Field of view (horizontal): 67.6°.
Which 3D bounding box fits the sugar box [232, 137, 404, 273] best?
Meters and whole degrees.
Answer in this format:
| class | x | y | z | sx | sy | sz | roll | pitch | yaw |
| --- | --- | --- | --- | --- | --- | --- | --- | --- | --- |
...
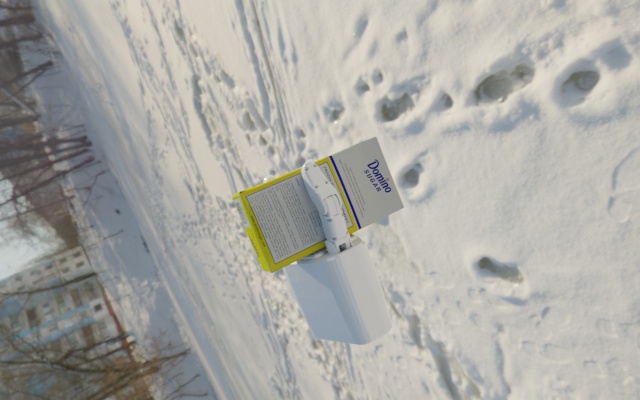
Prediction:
| class | x | y | z | sx | sy | sz | roll | pitch | yaw |
| --- | --- | --- | --- | --- | --- | --- | --- | --- | --- |
| sugar box | 0.000 | 0.002 | 0.542 | 0.176 | 0.093 | 0.048 | -24 | 6 | -22 |
